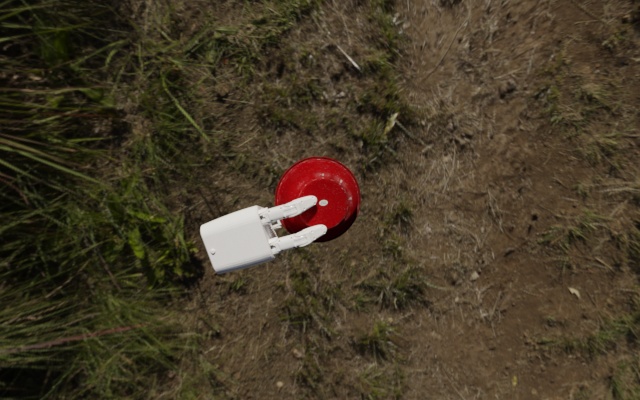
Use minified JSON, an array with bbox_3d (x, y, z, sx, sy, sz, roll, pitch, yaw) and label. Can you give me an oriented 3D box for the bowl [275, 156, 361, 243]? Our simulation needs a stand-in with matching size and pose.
[{"bbox_3d":[0.001,0.002,0.858,0.162,0.162,0.055,0,8,-9],"label":"bowl"}]
